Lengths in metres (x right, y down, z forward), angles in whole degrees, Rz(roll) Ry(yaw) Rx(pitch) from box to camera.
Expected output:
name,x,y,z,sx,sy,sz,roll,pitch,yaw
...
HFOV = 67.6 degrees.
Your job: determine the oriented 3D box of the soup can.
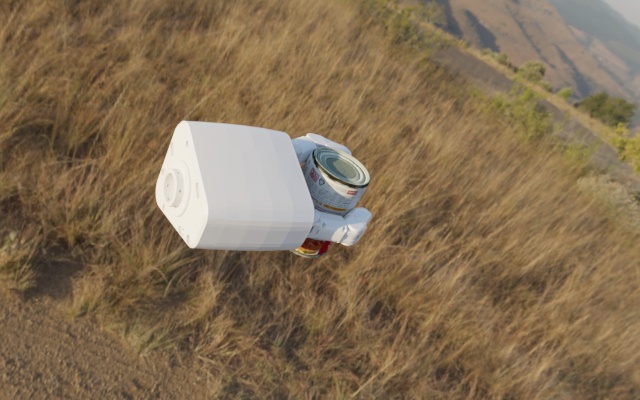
name,x,y,z,sx,sy,sz,roll,pitch,yaw
soup can,0.001,0.002,0.509,0.068,0.102,0.068,22,31,-14
